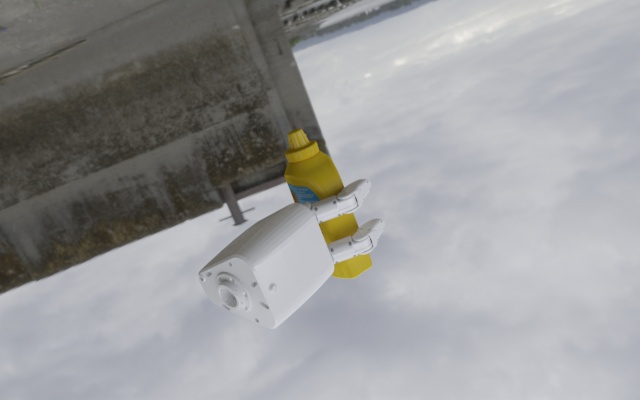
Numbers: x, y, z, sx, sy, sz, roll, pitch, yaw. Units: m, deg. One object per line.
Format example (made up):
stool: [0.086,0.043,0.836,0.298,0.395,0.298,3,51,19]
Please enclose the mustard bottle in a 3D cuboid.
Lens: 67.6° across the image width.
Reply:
mustard bottle: [0.000,0.002,0.601,0.058,0.192,0.096,-29,20,-22]
